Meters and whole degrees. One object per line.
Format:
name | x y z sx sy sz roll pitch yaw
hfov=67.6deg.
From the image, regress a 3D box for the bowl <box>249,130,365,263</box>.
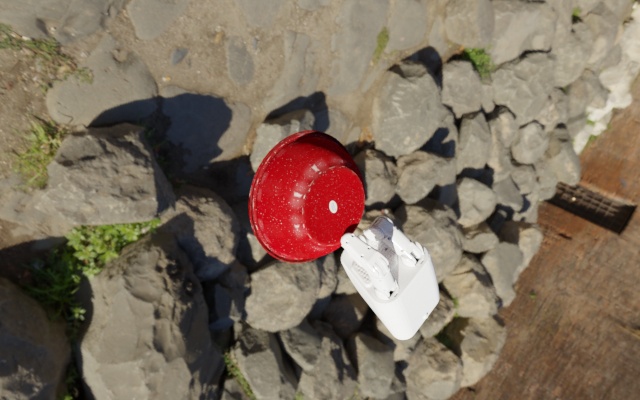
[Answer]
bowl | 0.000 0.001 0.552 0.162 0.162 0.055 0 11 -39
